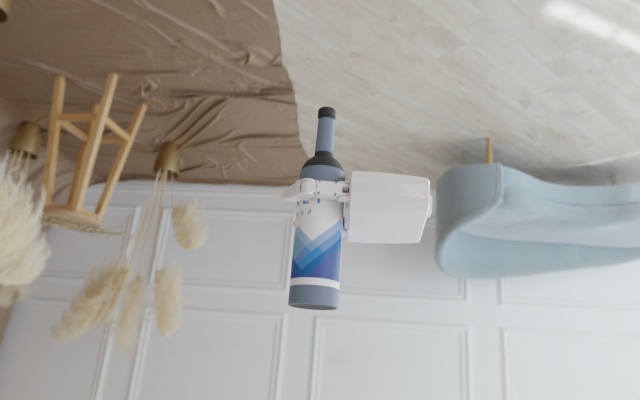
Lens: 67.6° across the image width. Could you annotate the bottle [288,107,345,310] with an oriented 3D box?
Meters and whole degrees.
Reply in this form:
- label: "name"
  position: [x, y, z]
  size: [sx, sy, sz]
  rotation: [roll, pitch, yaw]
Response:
- label: "bottle"
  position: [0.000, 0.002, 0.679]
  size: [0.069, 0.295, 0.069]
  rotation: [4, -19, 1]
